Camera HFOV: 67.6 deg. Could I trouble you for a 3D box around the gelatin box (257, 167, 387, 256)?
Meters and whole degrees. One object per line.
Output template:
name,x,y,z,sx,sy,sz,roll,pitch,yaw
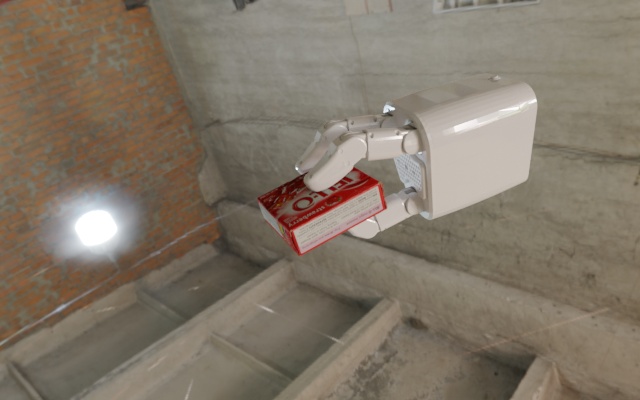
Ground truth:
gelatin box,0.000,0.002,0.410,0.089,0.030,0.073,-28,32,-16
